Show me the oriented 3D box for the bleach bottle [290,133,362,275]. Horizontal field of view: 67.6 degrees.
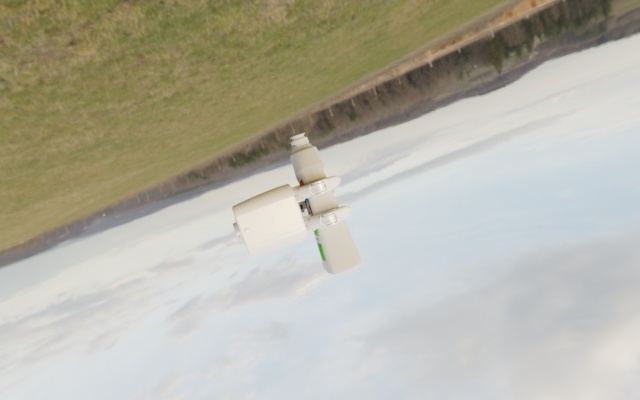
[{"bbox_3d":[0.000,0.003,0.859,0.068,0.251,0.102,-20,5,-7],"label":"bleach bottle"}]
